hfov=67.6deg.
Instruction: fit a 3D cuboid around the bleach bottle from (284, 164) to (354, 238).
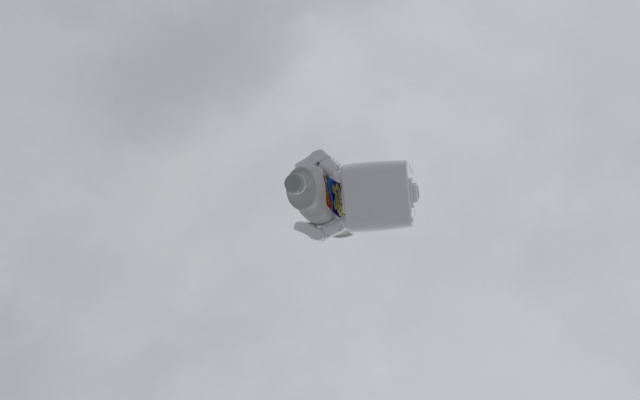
[{"bbox_3d":[0.000,0.003,0.810,0.068,0.102,0.251,-4,-10,18],"label":"bleach bottle"}]
